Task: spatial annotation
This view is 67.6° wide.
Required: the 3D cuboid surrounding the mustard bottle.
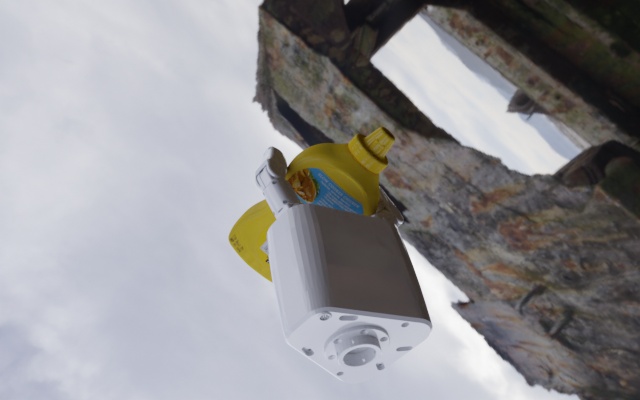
[{"bbox_3d":[0.000,0.002,0.469,0.096,0.192,0.058,40,25,-10],"label":"mustard bottle"}]
